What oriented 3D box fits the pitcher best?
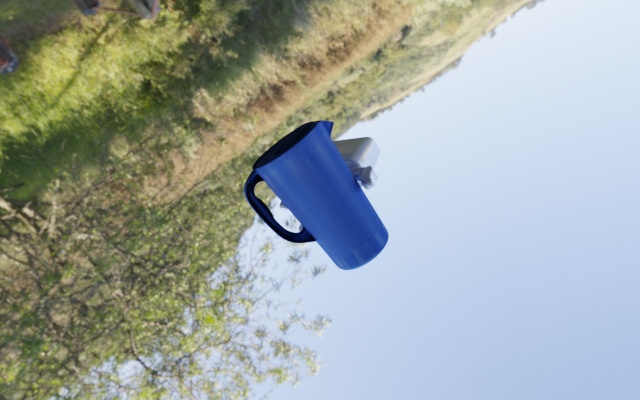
[{"bbox_3d":[0.000,0.002,0.795,0.149,0.243,0.145,-24,21,35],"label":"pitcher"}]
